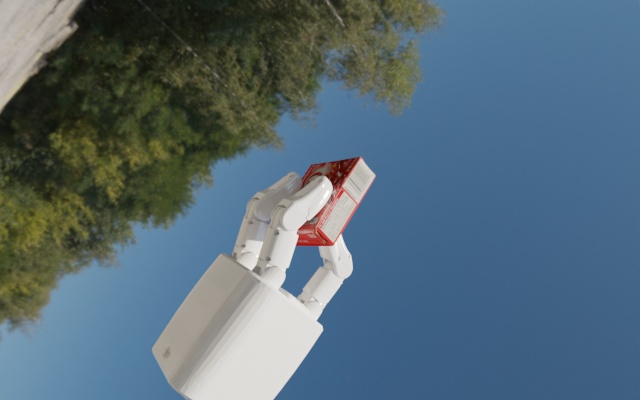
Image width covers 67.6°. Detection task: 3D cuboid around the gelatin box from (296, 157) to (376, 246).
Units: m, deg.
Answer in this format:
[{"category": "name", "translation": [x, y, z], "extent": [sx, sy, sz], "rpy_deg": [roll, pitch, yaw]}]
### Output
[{"category": "gelatin box", "translation": [0.001, 0.002, 0.451], "extent": [0.073, 0.089, 0.030], "rpy_deg": [-4, -45, 50]}]
